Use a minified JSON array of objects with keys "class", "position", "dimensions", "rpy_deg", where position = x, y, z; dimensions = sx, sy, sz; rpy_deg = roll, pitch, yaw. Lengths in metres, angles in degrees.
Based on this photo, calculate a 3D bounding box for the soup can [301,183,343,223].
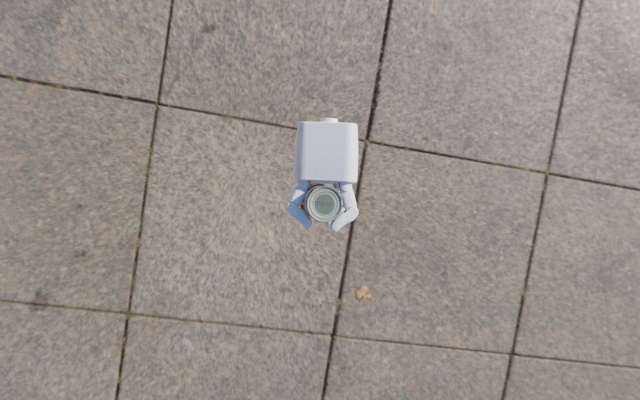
[{"class":"soup can","position":[0.000,0.003,0.887],"dimensions":[0.068,0.068,0.102],"rpy_deg":[0,4,-9]}]
